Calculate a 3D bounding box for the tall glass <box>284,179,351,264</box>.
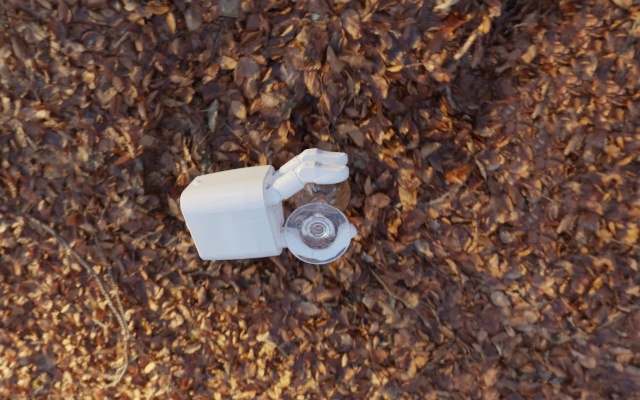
[{"bbox_3d":[0.000,0.002,0.615,0.079,0.079,0.201,0,21,3],"label":"tall glass"}]
